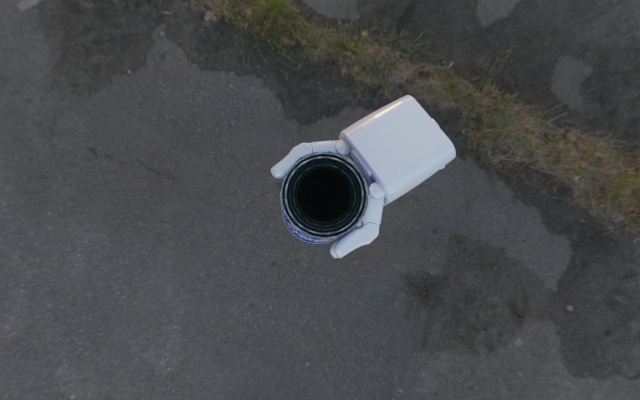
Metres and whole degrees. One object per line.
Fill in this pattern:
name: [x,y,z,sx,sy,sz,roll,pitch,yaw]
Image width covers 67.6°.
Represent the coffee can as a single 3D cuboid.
coffee can: [0.000,0.002,0.613,0.103,0.103,0.140,0,-7,-4]
